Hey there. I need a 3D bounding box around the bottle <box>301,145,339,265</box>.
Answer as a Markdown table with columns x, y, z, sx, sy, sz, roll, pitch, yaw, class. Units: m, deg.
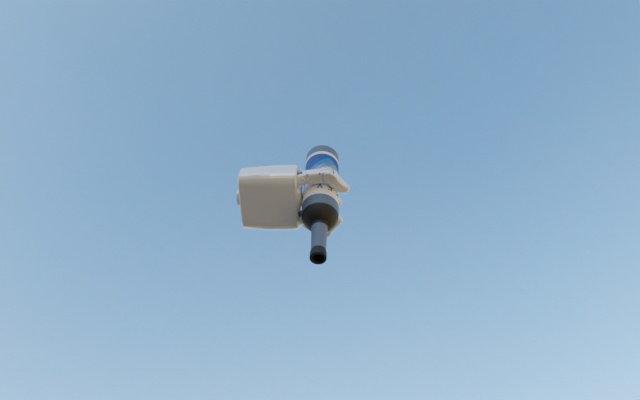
| x | y | z | sx | sy | sz | roll | pitch | yaw | class |
| --- | --- | --- | --- | --- | --- | --- | --- | --- | --- |
| 0.000 | 0.003 | 0.869 | 0.069 | 0.069 | 0.295 | 0 | 37 | 2 | bottle |
